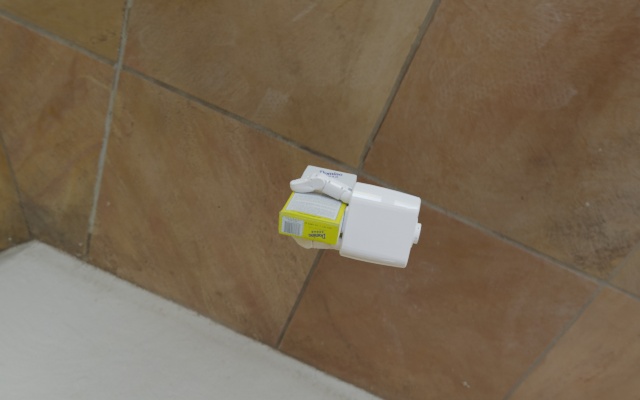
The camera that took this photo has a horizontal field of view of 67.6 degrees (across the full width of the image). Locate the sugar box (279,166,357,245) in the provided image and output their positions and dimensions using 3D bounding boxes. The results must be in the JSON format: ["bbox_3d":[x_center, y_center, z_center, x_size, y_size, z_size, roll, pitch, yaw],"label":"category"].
[{"bbox_3d":[0.000,0.003,0.784,0.093,0.048,0.176,12,27,8],"label":"sugar box"}]
